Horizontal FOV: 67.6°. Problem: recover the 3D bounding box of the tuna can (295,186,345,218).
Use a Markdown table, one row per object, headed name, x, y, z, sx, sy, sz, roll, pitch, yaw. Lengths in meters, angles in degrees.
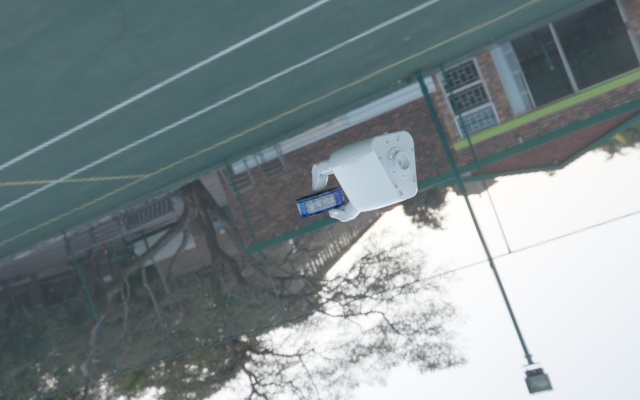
| name | x | y | z | sx | sy | sz | roll | pitch | yaw |
| --- | --- | --- | --- | --- | --- | --- | --- | --- | --- |
| tuna can | 0.000 | 0.003 | 0.862 | 0.086 | 0.034 | 0.086 | -17 | 4 | 1 |
